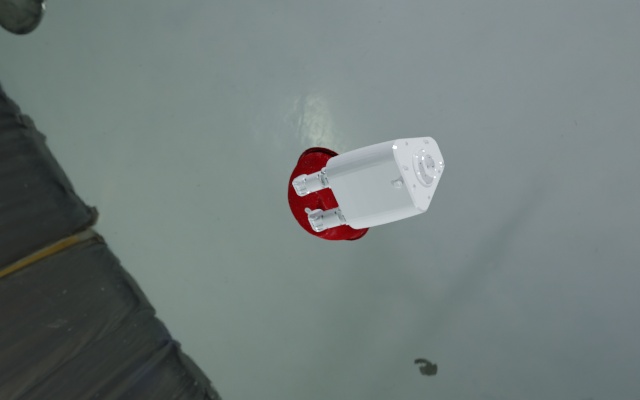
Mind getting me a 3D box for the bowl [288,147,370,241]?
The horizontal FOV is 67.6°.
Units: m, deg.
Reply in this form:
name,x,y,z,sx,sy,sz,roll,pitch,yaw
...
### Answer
name,x,y,z,sx,sy,sz,roll,pitch,yaw
bowl,-0.001,0.003,0.730,0.055,0.162,0.162,-32,19,-34
